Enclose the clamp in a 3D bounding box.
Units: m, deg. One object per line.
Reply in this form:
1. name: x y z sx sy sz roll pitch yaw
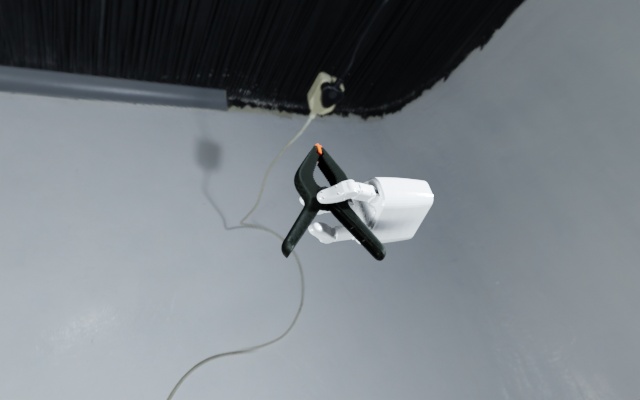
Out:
1. clamp: 0.000 0.001 0.734 0.164 0.210 0.036 -1 -32 -28
